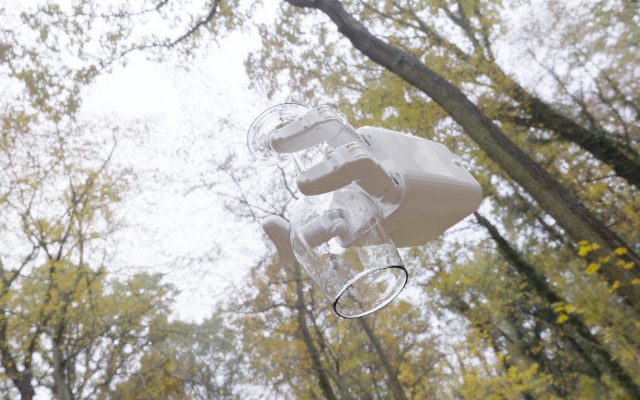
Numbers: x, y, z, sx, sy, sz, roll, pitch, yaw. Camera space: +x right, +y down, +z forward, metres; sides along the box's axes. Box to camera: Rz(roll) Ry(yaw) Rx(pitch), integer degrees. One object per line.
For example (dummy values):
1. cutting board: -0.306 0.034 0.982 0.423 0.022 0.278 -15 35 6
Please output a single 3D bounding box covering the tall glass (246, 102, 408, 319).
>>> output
1. tall glass: 0.000 0.001 0.415 0.079 0.079 0.201 0 43 -31
